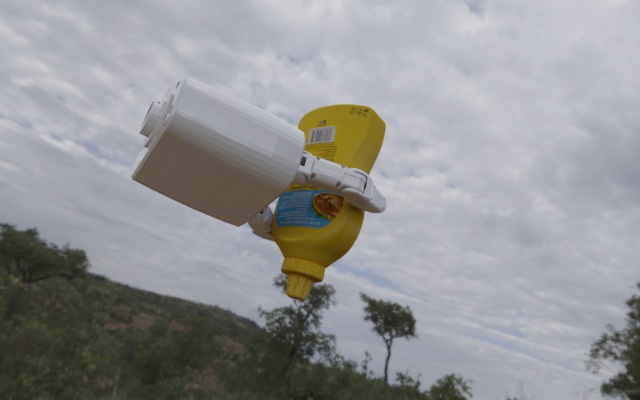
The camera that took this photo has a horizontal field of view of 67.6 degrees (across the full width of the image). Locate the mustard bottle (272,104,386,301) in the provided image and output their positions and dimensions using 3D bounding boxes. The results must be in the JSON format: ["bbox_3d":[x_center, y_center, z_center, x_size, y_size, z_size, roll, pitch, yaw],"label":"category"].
[{"bbox_3d":[0.000,0.001,0.466,0.096,0.191,0.058,0,-24,37],"label":"mustard bottle"}]
